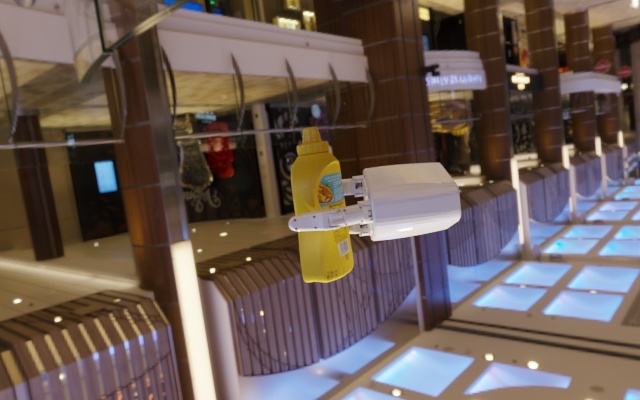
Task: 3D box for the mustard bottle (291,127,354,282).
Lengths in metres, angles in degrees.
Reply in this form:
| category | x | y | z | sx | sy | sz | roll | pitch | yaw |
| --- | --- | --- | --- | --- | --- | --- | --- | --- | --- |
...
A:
| category | x | y | z | sx | sy | sz | roll | pitch | yaw |
| --- | --- | --- | --- | --- | --- | --- | --- | --- | --- |
| mustard bottle | 0.000 | 0.002 | 0.615 | 0.058 | 0.191 | 0.096 | -4 | 6 | 27 |
